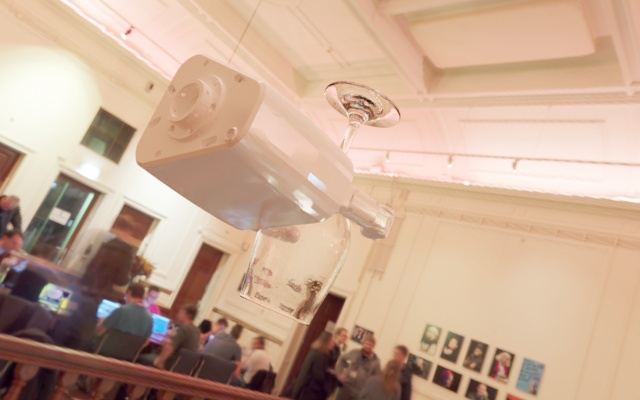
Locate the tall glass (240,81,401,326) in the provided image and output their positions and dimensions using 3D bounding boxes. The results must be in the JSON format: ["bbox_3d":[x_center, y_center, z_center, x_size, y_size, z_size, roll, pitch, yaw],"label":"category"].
[{"bbox_3d":[0.000,0.001,0.413,0.079,0.201,0.079,22,-13,5],"label":"tall glass"}]
